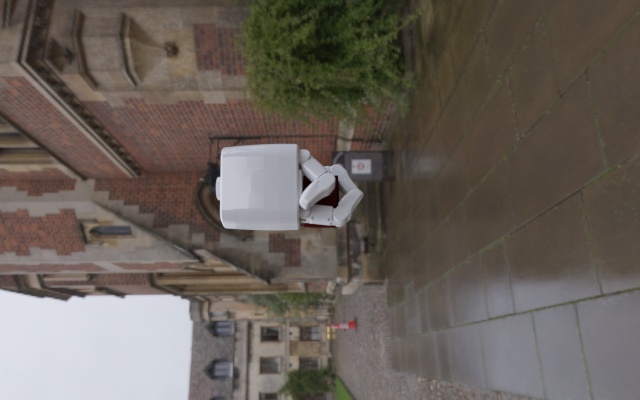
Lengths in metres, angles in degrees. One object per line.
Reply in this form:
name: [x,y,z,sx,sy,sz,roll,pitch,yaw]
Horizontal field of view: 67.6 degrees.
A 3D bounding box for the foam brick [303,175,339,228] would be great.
foam brick: [0.000,0.003,0.706,0.051,0.053,0.078,-1,-26,-1]
